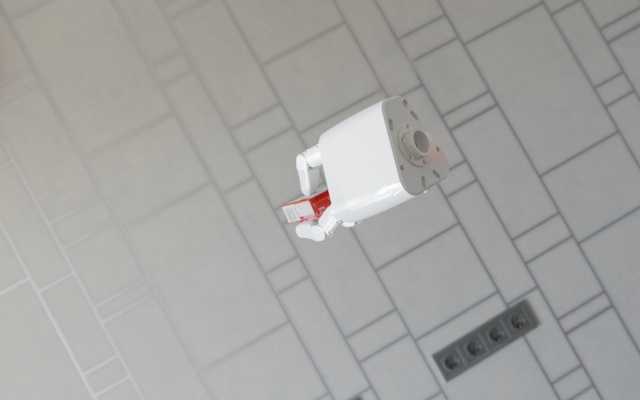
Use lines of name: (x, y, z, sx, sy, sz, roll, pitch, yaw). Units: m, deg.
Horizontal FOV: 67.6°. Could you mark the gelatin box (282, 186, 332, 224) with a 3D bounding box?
gelatin box: (0.000, 0.002, 0.644, 0.073, 0.030, 0.089, -26, 6, -29)
